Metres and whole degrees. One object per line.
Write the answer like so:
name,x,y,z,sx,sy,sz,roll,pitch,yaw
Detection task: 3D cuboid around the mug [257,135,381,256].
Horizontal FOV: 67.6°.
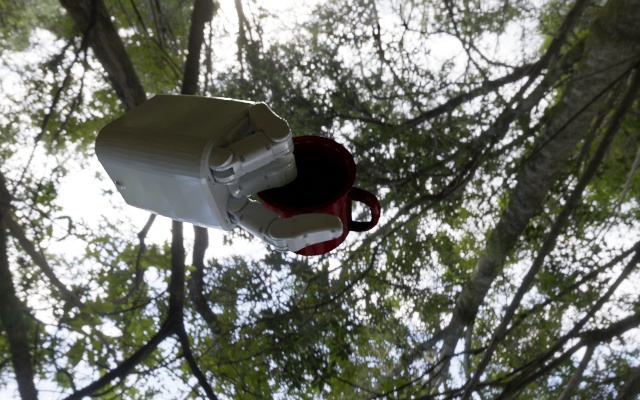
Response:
mug,0.001,0.002,0.450,0.117,0.093,0.082,11,-37,15
